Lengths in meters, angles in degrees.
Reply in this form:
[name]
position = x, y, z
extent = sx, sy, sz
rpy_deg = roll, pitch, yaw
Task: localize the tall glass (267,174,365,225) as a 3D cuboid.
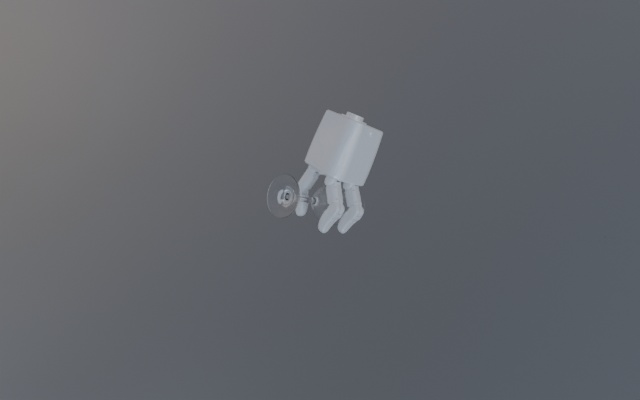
[tall glass]
position = 0.000, 0.003, 0.869
extent = 0.079, 0.079, 0.201
rpy_deg = 0, -6, 39
